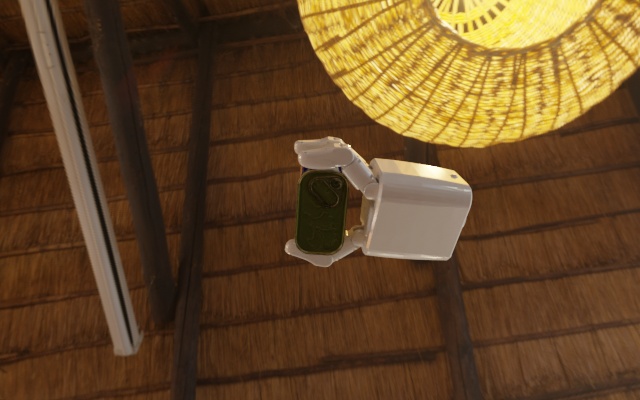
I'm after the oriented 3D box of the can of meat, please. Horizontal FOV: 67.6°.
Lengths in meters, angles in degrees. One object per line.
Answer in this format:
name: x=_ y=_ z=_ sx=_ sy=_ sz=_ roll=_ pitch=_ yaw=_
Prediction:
can of meat: x=0.000 y=0.002 z=0.575 sx=0.057 sy=0.102 sz=0.084 roll=3 pitch=19 yaw=-2
